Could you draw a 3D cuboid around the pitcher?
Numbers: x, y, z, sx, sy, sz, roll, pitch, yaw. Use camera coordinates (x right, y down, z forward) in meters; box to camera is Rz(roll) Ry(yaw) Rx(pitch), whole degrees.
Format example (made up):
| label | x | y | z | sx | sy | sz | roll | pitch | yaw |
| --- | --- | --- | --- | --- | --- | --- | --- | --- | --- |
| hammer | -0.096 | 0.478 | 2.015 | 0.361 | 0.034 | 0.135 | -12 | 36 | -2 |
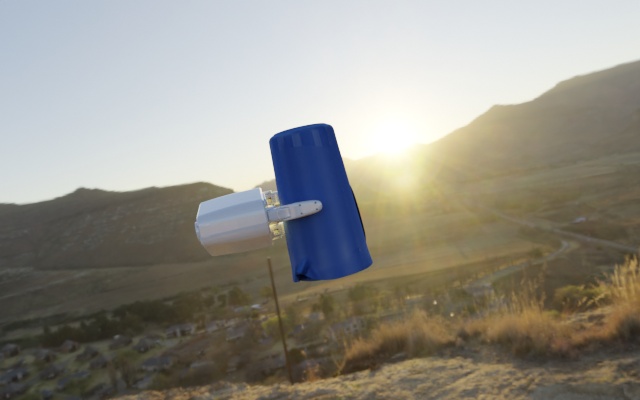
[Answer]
| label | x | y | z | sx | sy | sz | roll | pitch | yaw |
| --- | --- | --- | --- | --- | --- | --- | --- | --- | --- |
| pitcher | 0.000 | 0.003 | 0.781 | 0.145 | 0.243 | 0.149 | -13 | 2 | -6 |
